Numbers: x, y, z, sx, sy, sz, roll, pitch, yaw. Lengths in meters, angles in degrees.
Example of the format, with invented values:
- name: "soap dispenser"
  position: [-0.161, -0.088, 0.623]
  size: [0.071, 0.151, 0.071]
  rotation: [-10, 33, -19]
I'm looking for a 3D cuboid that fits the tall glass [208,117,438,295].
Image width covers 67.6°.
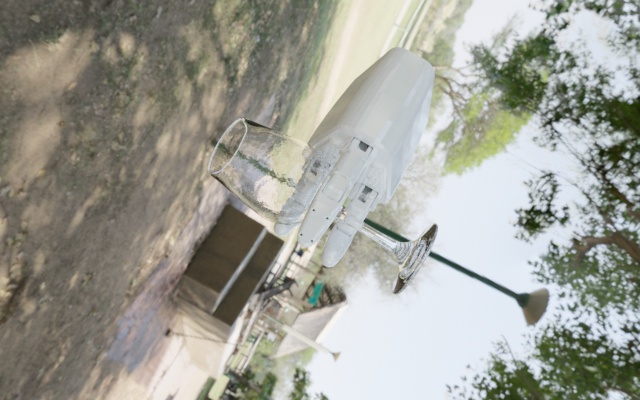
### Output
- name: "tall glass"
  position: [0.001, 0.002, 0.432]
  size: [0.201, 0.079, 0.079]
  rotation: [31, 1, 2]
